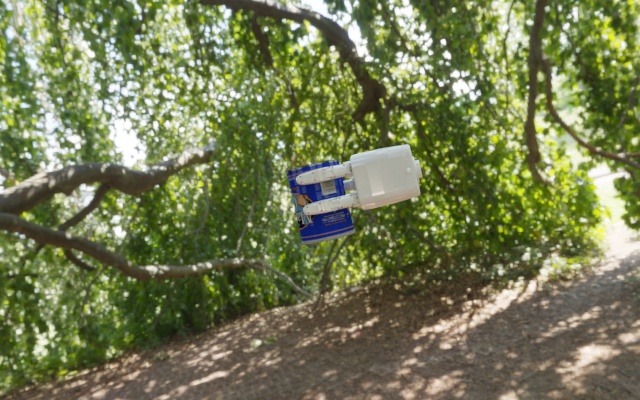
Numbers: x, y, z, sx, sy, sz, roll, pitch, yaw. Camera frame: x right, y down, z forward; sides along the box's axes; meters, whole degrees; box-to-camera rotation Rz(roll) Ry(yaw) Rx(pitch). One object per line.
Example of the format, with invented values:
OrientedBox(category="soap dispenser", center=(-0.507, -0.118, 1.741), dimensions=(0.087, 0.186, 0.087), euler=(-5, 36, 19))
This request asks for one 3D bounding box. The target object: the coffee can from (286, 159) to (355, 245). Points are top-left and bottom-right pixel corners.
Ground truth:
OrientedBox(category="coffee can", center=(0.000, 0.003, 0.894), dimensions=(0.103, 0.140, 0.103), euler=(-13, 0, 0))
